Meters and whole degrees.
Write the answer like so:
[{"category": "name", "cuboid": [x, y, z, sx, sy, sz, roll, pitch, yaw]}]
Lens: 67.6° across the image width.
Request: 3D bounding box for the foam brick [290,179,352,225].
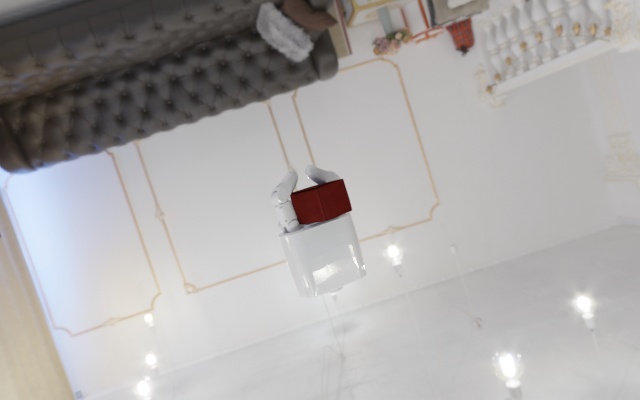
[{"category": "foam brick", "cuboid": [0.000, 0.002, 0.715, 0.053, 0.051, 0.078, -19, 4, -34]}]
